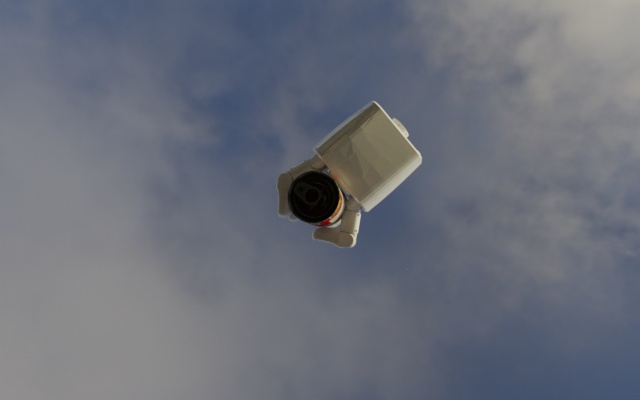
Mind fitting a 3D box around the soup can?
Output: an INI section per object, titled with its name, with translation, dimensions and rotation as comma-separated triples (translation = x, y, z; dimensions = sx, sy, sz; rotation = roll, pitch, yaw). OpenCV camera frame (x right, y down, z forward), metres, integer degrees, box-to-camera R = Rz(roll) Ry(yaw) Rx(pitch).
[soup can]
translation = 0.000, 0.003, 0.652
dimensions = 0.068, 0.068, 0.102
rotation = 0, -8, 10
